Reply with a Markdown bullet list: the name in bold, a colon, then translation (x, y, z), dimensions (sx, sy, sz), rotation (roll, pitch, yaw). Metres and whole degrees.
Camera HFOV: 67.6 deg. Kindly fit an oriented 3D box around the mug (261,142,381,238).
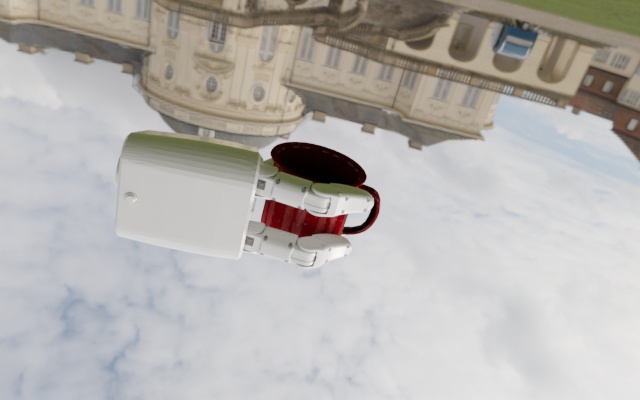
- **mug**: translation (0.001, 0.002, 0.466), dimensions (0.117, 0.081, 0.093), rotation (12, 27, -10)
